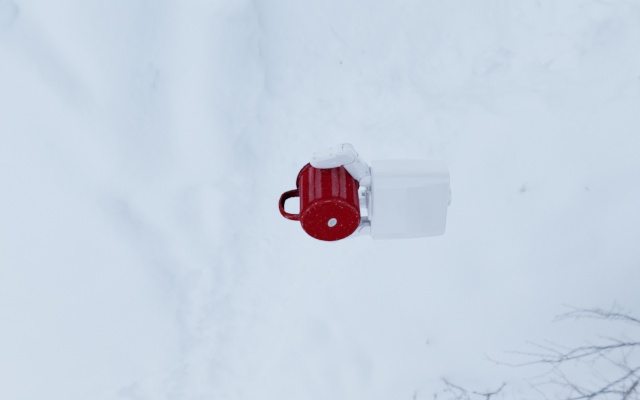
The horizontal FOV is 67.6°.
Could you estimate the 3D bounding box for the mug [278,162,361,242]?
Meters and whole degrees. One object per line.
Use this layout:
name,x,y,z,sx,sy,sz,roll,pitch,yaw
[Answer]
mug,-0.001,0.002,0.652,0.117,0.093,0.081,-4,42,2
